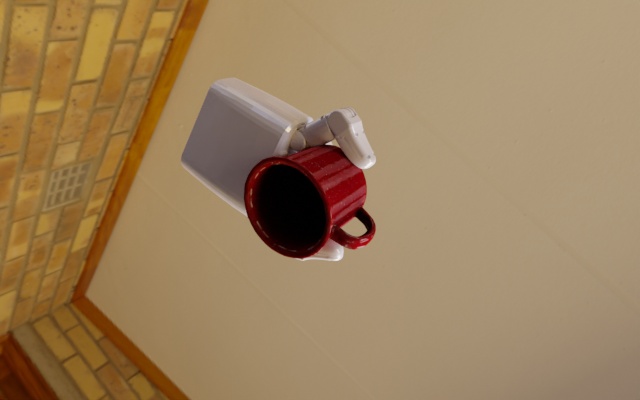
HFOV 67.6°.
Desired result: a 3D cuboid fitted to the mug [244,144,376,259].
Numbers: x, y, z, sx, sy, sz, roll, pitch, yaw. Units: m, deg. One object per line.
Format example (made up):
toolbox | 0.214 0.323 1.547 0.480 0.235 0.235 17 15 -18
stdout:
mug | 0.001 0.002 0.438 0.117 0.093 0.081 34 34 19
